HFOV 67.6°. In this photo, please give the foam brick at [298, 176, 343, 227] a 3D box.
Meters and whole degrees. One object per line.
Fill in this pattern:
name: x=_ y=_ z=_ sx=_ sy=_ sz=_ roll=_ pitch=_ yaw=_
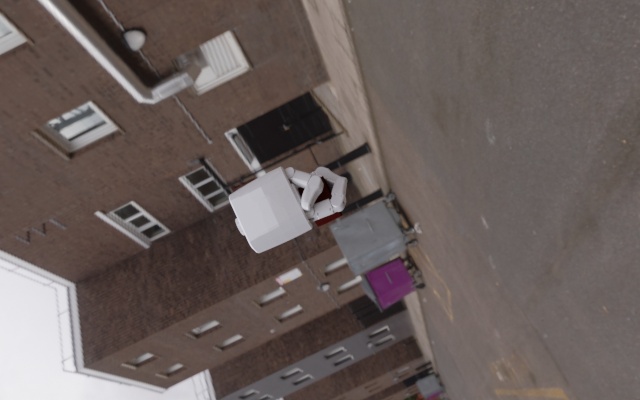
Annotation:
foam brick: x=0.000 y=0.003 z=0.858 sx=0.051 sy=0.053 sz=0.078 roll=-28 pitch=-29 yaw=1
